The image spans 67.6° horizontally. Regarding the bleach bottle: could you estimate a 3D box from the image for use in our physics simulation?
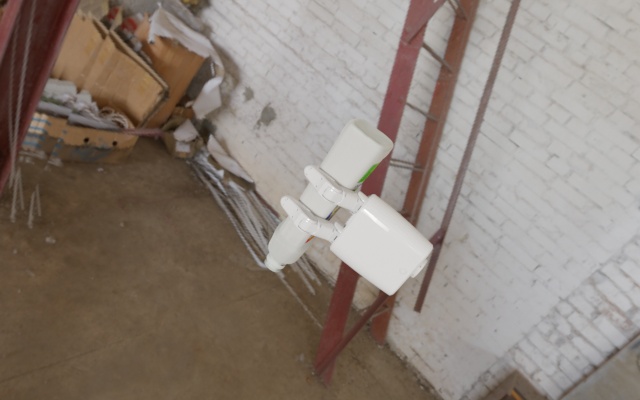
[{"bbox_3d":[0.000,0.002,0.687,0.068,0.251,0.102,39,20,6],"label":"bleach bottle"}]
